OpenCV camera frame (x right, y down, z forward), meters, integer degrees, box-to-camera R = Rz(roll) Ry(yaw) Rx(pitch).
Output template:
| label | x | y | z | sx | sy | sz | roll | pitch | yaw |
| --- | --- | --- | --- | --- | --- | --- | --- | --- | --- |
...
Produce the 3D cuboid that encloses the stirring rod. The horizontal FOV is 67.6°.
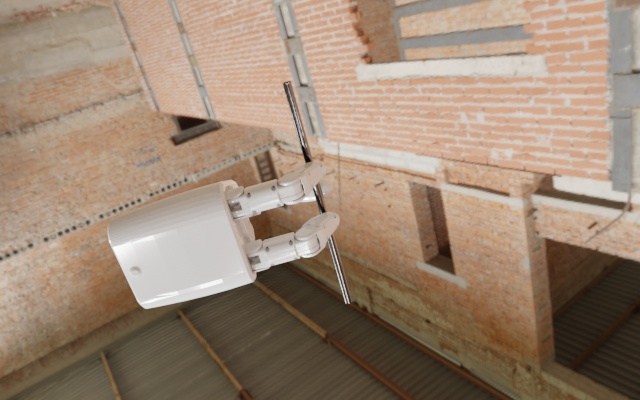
| label | x | y | z | sx | sy | sz | roll | pitch | yaw |
| --- | --- | --- | --- | --- | --- | --- | --- | --- | --- |
| stirring rod | 0.000 | 0.001 | 0.473 | 0.011 | 0.240 | 0.011 | -14 | 22 | 5 |
